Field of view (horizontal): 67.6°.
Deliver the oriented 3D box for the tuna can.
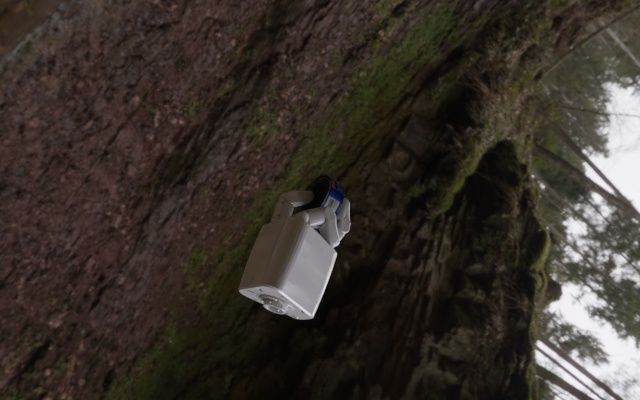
[{"bbox_3d":[0.001,0.003,0.772,0.034,0.086,0.086,32,-14,-24],"label":"tuna can"}]
